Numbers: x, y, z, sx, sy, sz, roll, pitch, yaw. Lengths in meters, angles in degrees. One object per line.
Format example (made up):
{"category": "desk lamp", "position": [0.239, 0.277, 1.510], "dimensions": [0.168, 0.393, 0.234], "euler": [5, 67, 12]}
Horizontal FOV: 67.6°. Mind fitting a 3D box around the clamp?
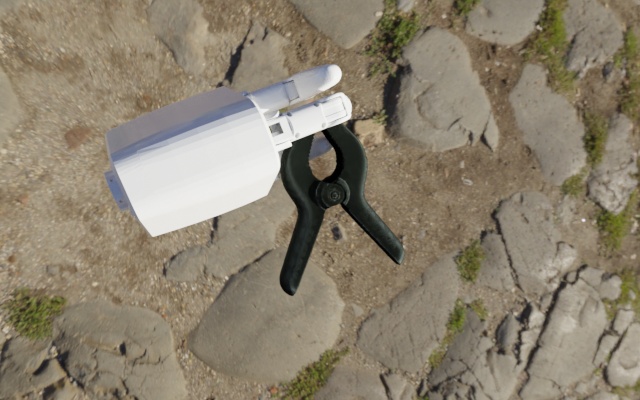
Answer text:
{"category": "clamp", "position": [0.000, 0.001, 0.426], "dimensions": [0.120, 0.171, 0.039], "euler": [-24, 11, -17]}
